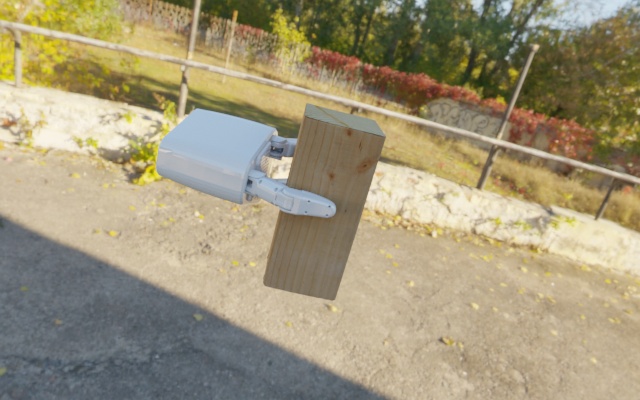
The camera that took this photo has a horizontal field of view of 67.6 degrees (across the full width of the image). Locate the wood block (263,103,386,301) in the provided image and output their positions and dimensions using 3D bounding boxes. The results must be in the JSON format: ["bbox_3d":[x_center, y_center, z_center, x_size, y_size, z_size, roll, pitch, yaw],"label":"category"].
[{"bbox_3d":[0.000,0.002,0.568,0.090,0.206,0.090,13,20,-6],"label":"wood block"}]
